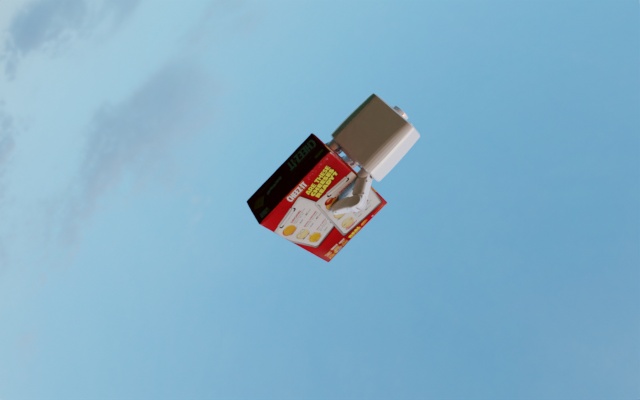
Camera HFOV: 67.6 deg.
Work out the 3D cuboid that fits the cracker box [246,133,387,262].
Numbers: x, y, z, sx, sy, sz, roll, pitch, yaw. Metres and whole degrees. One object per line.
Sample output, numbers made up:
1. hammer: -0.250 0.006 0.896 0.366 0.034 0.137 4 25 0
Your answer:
1. cracker box: 0.000 0.003 0.843 0.214 0.164 0.072 36 11 -49
